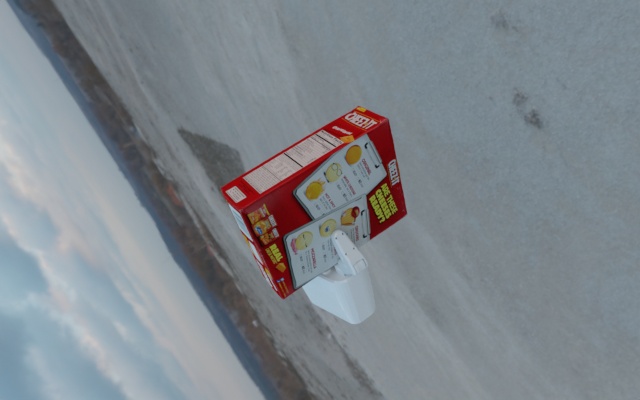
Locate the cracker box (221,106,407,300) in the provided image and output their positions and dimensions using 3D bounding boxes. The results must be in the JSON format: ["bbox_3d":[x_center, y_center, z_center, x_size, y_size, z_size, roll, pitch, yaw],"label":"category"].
[{"bbox_3d":[0.000,0.002,0.615,0.213,0.164,0.072,-33,41,-17],"label":"cracker box"}]
